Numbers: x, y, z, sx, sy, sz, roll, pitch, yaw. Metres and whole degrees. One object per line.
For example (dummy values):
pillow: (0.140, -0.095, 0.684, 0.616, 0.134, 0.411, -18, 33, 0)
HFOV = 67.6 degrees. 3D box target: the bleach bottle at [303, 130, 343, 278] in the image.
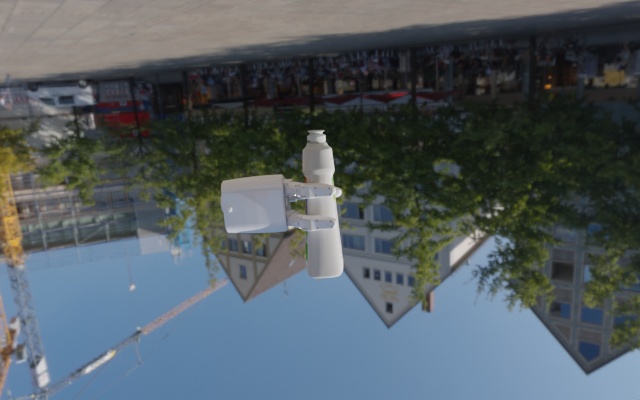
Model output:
bleach bottle: (0.000, 0.003, 0.838, 0.068, 0.251, 0.102, -4, 13, -1)
